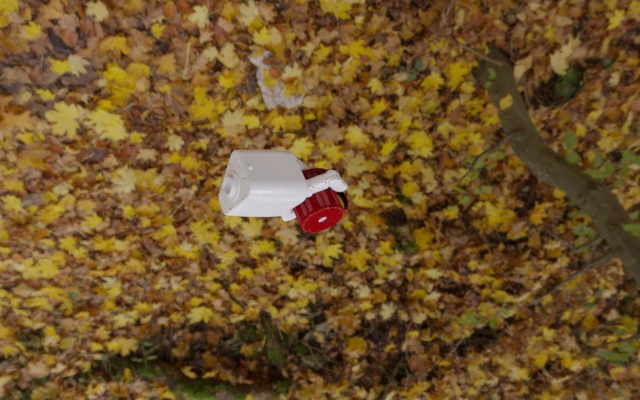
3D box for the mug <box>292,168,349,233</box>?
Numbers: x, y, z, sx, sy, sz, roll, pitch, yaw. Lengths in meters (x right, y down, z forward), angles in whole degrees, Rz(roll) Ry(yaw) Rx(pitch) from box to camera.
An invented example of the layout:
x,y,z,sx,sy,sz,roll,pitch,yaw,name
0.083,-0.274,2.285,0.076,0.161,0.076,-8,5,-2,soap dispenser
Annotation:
x,y,z,sx,sy,sz,roll,pitch,yaw,name
0.001,0.003,0.849,0.117,0.081,0.093,0,-36,-36,mug
